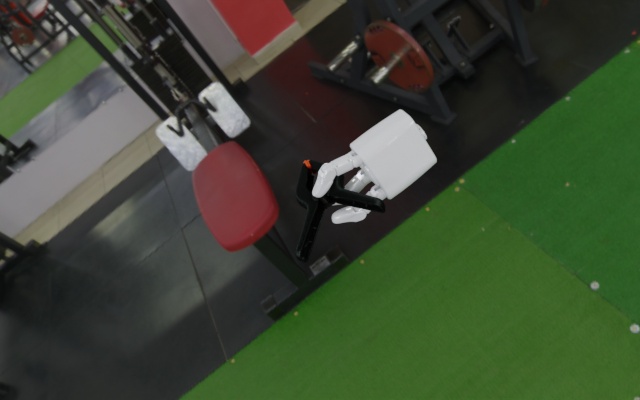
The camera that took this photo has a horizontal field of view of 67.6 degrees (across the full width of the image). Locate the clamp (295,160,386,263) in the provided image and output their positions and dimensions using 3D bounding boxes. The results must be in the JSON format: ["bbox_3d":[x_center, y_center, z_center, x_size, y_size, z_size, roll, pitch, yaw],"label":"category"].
[{"bbox_3d":[0.000,0.002,0.822,0.036,0.164,0.210,51,3,-41],"label":"clamp"}]
